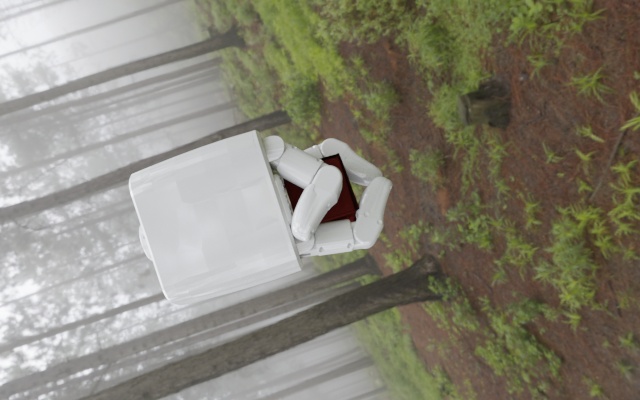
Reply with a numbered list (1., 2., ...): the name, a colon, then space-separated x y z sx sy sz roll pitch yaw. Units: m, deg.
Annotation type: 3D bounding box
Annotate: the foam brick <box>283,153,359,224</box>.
1. foam brick: 0.000 0.002 0.417 0.051 0.053 0.078 -18 -16 -3
